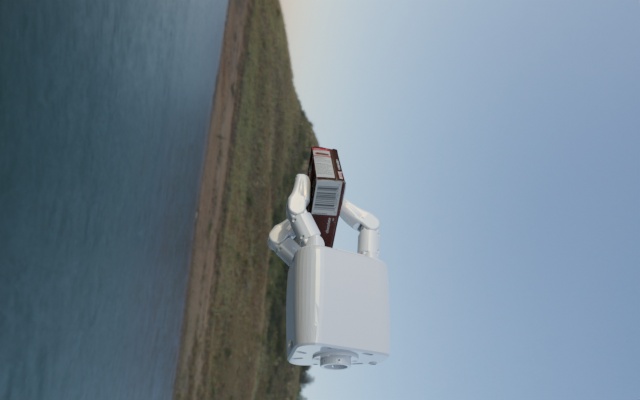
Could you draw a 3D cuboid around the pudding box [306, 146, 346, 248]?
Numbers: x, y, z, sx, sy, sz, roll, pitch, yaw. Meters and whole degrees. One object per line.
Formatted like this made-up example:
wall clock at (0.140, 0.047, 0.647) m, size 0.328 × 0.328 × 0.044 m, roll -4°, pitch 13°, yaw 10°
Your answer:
pudding box at (0.000, 0.002, 0.598) m, size 0.039 × 0.113 × 0.090 m, roll 6°, pitch 30°, yaw -10°
